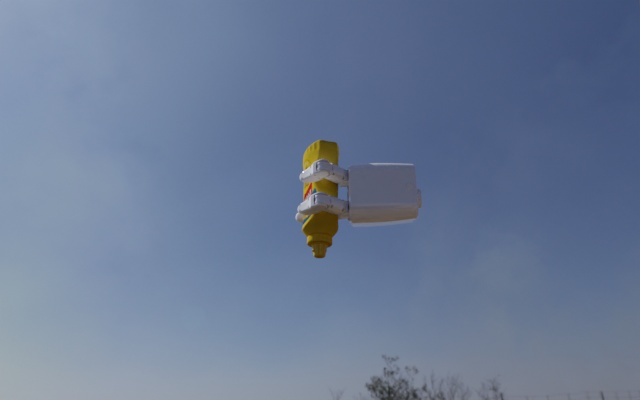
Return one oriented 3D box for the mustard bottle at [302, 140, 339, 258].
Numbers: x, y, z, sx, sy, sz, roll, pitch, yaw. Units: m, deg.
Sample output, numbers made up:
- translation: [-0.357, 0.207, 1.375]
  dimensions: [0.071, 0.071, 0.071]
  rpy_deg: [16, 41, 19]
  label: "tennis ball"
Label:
- translation: [0.000, 0.002, 0.796]
  dimensions: [0.058, 0.191, 0.096]
  rpy_deg: [8, -25, -17]
  label: "mustard bottle"
